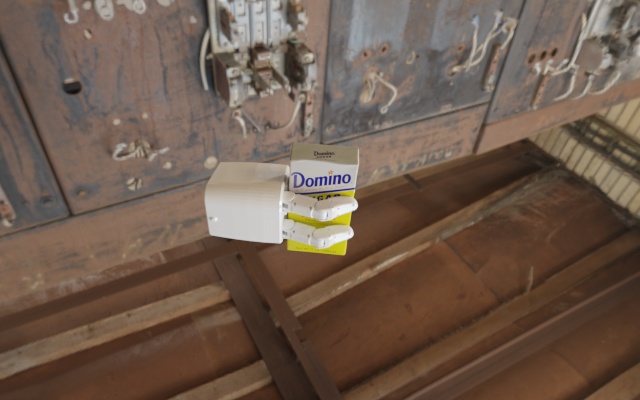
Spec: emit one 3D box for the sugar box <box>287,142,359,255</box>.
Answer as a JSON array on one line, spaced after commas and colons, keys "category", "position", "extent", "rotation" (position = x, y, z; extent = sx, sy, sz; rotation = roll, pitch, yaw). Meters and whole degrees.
[{"category": "sugar box", "position": [0.000, 0.003, 0.690], "extent": [0.093, 0.176, 0.048], "rotation": [4, 43, 0]}]
